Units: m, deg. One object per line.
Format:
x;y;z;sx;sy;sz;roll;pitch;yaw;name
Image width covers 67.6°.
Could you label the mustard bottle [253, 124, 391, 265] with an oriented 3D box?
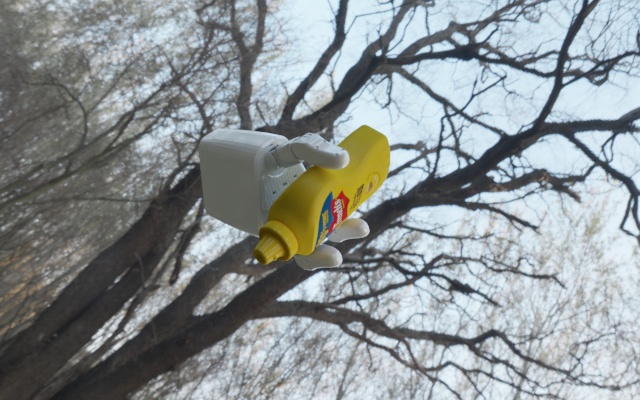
0.001;0.002;0.501;0.058;0.096;0.191;34;51;19;mustard bottle
